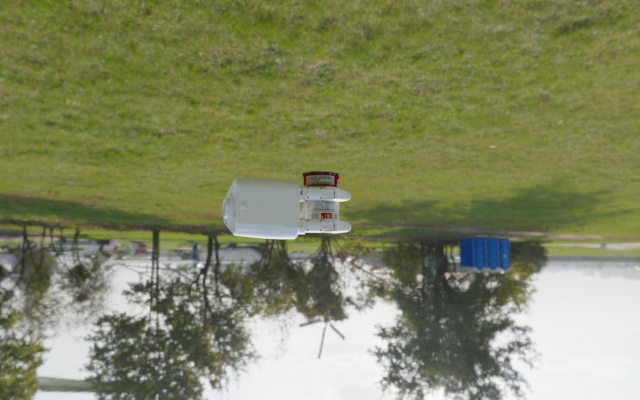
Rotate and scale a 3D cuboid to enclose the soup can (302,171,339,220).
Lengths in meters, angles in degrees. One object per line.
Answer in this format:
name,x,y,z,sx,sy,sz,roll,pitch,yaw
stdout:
soup can,0.001,0.003,0.857,0.068,0.102,0.068,0,-7,0
